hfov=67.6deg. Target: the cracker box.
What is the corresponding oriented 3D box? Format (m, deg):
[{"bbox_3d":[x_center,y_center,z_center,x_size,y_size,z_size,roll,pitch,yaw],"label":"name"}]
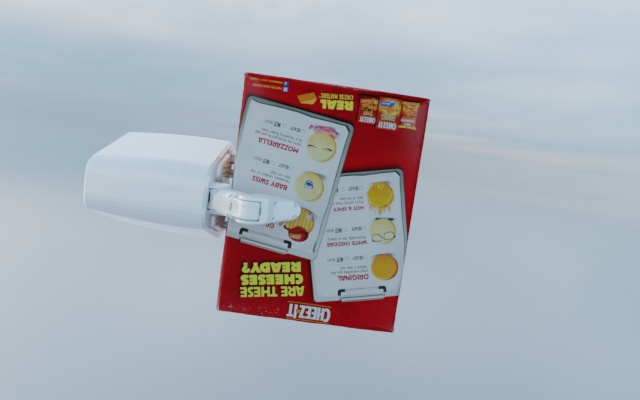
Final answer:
[{"bbox_3d":[0.000,0.001,0.449,0.164,0.214,0.072,8,6,-1],"label":"cracker box"}]
